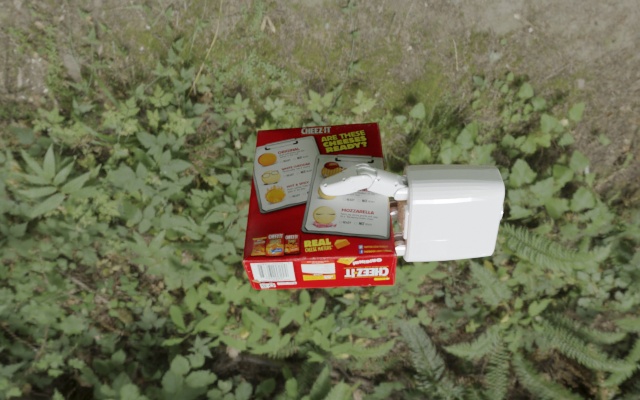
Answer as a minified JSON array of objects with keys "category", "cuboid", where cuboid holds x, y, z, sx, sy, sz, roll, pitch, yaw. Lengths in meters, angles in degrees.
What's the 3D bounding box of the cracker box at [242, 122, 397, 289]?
[{"category":"cracker box","cuboid":[0.000,0.002,0.586,0.164,0.213,0.072,-3,-42,2]}]
